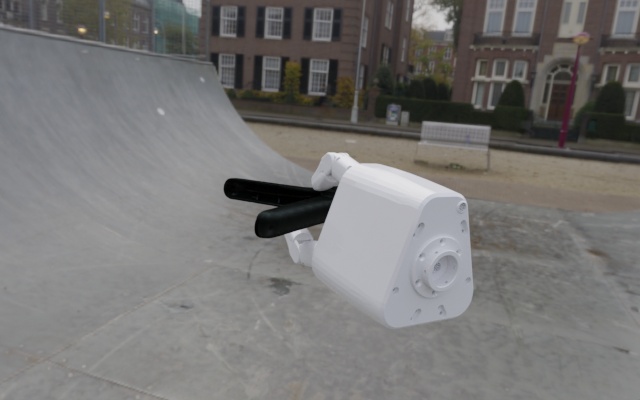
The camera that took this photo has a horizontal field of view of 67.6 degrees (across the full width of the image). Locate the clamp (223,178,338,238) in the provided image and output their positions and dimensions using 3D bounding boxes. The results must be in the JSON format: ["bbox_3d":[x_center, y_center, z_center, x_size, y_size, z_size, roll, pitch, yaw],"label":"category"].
[{"bbox_3d":[0.001,0.001,0.529,0.210,0.036,0.164,-2,16,-29],"label":"clamp"}]
